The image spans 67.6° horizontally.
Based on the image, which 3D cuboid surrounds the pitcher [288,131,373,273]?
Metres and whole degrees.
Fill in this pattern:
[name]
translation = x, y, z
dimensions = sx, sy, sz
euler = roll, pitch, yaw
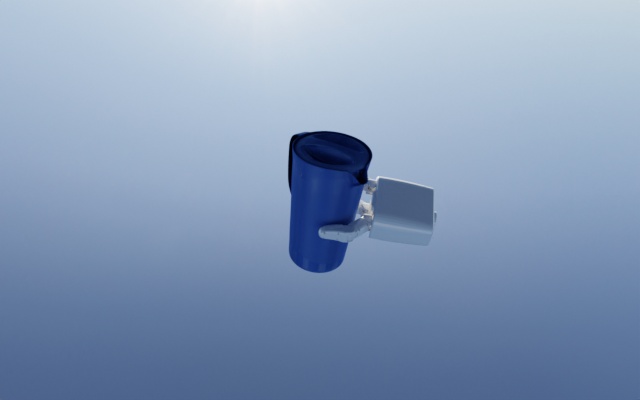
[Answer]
[pitcher]
translation = 0.000, 0.003, 0.855
dimensions = 0.145, 0.243, 0.149
euler = 9, 35, 0
